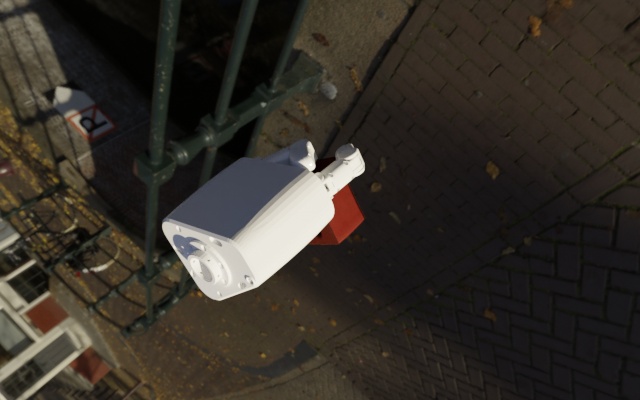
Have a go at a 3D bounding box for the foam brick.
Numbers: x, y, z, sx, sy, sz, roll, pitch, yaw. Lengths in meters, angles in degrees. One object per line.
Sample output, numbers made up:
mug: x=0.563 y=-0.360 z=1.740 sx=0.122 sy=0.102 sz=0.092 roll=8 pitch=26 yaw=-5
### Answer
foam brick: x=0.000 y=0.002 z=0.499 sx=0.053 sy=0.078 sz=0.051 roll=-5 pitch=29 yaw=44
